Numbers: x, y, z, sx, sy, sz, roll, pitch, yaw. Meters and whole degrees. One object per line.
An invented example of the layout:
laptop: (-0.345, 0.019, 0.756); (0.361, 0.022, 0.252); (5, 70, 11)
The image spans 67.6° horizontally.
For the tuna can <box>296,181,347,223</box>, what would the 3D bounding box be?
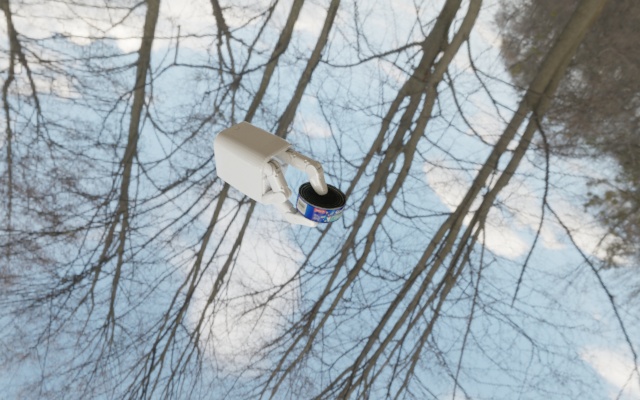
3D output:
tuna can: (0.000, 0.003, 0.836); (0.086, 0.034, 0.086); (11, 32, -7)
